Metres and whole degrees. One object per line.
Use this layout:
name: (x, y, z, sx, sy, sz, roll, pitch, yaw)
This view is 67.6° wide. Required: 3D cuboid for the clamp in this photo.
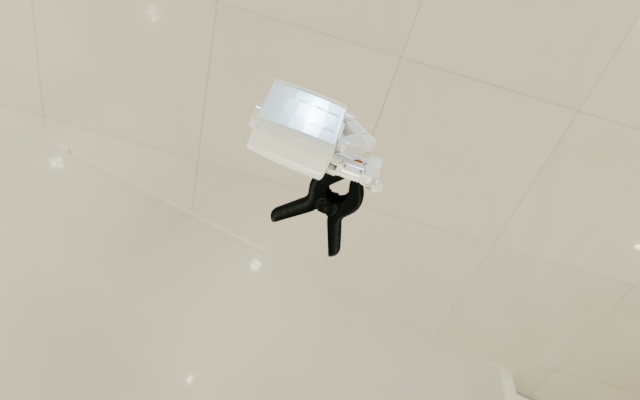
clamp: (0.000, 0.003, 0.695, 0.120, 0.172, 0.039, 22, 35, -6)
